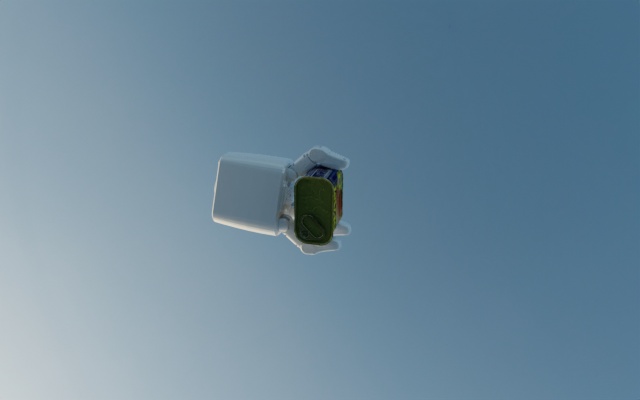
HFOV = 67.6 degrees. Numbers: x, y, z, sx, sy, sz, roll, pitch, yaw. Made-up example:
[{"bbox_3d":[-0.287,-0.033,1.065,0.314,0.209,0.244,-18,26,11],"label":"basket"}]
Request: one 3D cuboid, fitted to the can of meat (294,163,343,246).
[{"bbox_3d":[0.000,0.002,0.701,0.057,0.102,0.084,5,21,13],"label":"can of meat"}]
